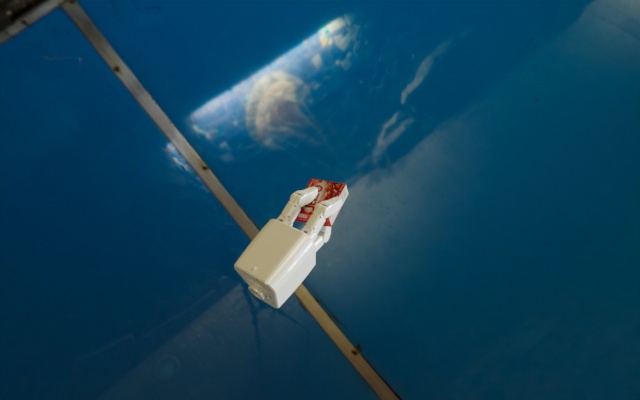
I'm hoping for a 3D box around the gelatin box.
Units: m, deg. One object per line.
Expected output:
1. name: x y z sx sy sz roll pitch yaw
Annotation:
1. gelatin box: 0.000 0.003 0.870 0.073 0.089 0.030 10 -40 25
